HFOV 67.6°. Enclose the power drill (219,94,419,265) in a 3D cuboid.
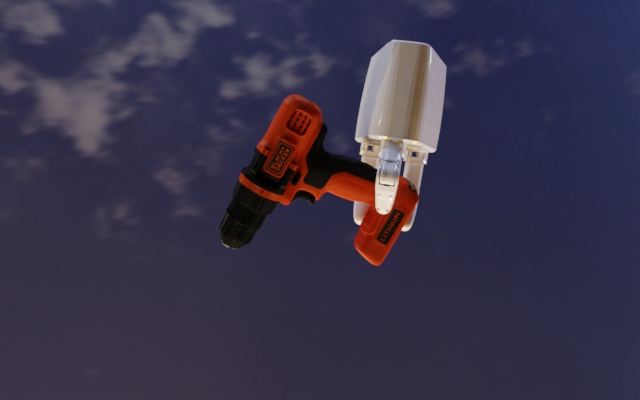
[{"bbox_3d":[0.001,0.002,0.537,0.188,0.184,0.057,27,12,-17],"label":"power drill"}]
